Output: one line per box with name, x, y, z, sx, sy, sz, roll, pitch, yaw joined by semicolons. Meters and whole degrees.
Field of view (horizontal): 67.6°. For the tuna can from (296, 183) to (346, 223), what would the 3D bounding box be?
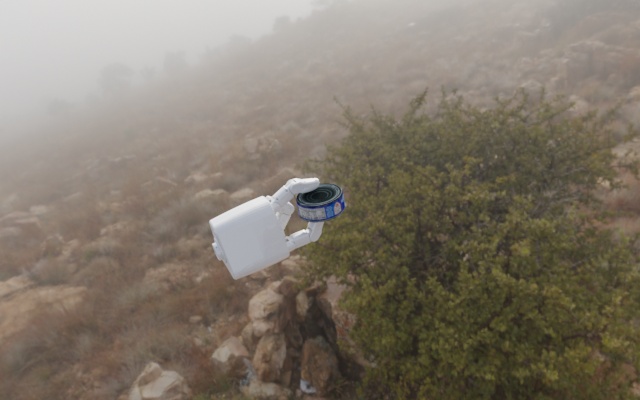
tuna can;0.000;0.002;0.850;0.086;0.034;0.086;-9;28;5
